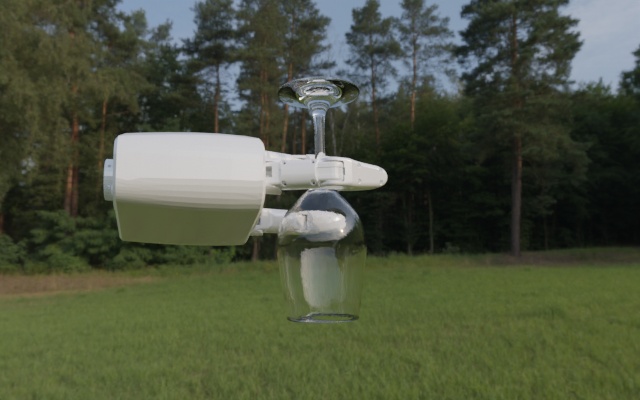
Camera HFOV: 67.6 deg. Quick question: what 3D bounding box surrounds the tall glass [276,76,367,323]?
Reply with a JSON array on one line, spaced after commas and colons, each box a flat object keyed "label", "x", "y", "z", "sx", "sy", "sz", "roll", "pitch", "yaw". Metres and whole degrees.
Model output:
[{"label": "tall glass", "x": 0.000, "y": 0.001, "z": 0.417, "sx": 0.079, "sy": 0.201, "sz": 0.079, "roll": -1, "pitch": -8, "yaw": 0}]
